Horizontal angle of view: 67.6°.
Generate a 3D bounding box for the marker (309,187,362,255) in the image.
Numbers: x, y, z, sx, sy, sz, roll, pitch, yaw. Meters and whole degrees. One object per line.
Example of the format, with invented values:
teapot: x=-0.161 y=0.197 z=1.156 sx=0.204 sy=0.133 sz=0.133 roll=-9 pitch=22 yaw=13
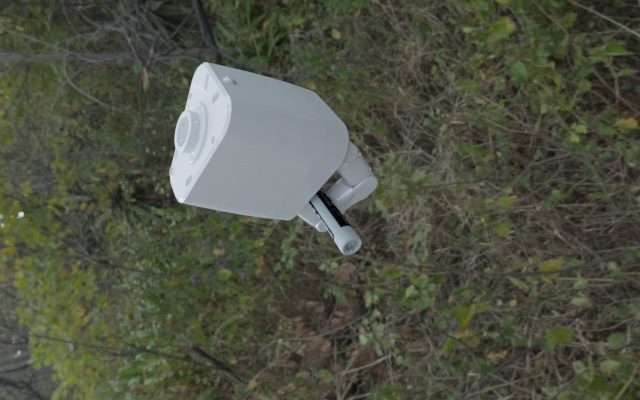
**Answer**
marker: x=0.000 y=0.001 z=0.422 sx=0.020 sy=0.020 sz=0.121 roll=0 pitch=36 yaw=-31
